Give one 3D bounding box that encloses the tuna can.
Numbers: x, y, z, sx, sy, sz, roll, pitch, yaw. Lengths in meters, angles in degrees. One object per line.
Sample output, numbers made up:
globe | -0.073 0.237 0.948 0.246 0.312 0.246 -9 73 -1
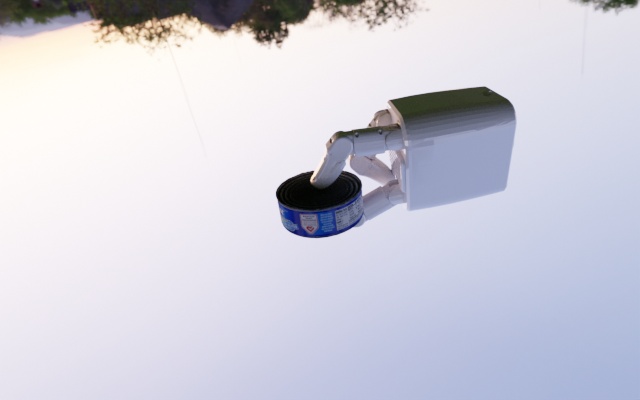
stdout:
tuna can | 0.000 0.002 0.476 0.086 0.034 0.086 -6 28 3
